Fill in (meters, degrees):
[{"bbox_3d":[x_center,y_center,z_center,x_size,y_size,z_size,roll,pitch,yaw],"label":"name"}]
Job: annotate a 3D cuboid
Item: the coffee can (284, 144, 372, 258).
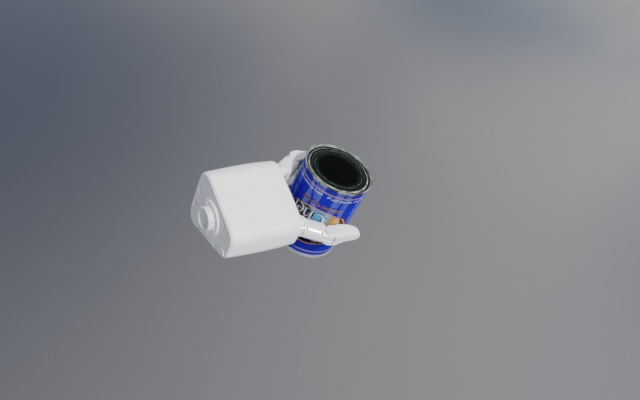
[{"bbox_3d":[0.000,0.002,0.707,0.103,0.102,0.140,0,-43,-31],"label":"coffee can"}]
